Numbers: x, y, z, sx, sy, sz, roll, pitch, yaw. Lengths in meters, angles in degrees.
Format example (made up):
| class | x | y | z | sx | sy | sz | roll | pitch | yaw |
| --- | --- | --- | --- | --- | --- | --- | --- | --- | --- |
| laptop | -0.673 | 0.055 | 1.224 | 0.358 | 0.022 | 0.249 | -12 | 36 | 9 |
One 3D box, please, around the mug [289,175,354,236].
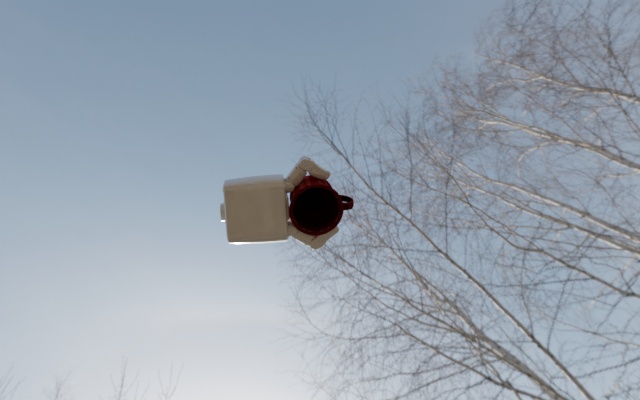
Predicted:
| class | x | y | z | sx | sy | sz | roll | pitch | yaw |
| --- | --- | --- | --- | --- | --- | --- | --- | --- | --- |
| mug | 0.002 | 0.003 | 0.841 | 0.117 | 0.093 | 0.081 | -4 | 20 | -6 |
